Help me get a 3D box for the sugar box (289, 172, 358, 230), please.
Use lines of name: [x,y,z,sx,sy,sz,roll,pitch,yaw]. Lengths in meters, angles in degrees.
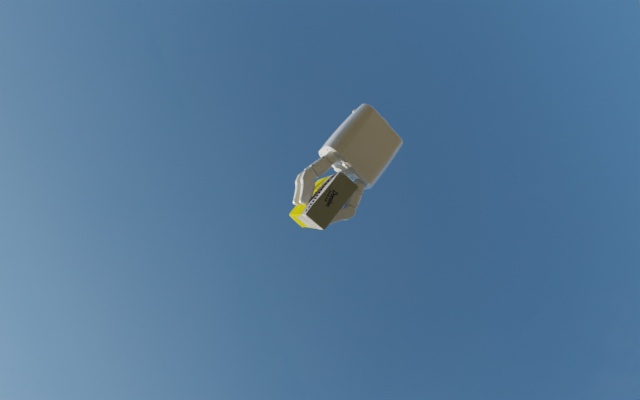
sugar box: [0.000,0.002,0.834,0.048,0.093,0.176,40,-10,-6]
